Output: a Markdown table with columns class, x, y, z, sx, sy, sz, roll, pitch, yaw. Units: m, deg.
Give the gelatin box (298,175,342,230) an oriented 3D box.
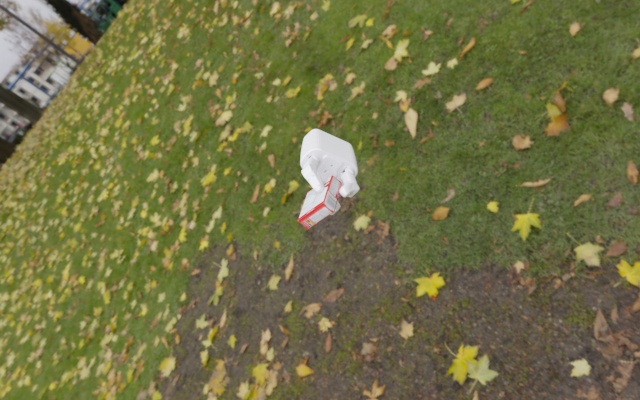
| class | x | y | z | sx | sy | sz | roll | pitch | yaw |
| --- | --- | --- | --- | --- | --- | --- | --- | --- | --- |
| gelatin box | 0.000 | 0.003 | 0.895 | 0.073 | 0.030 | 0.089 | -35 | 23 | 35 |
